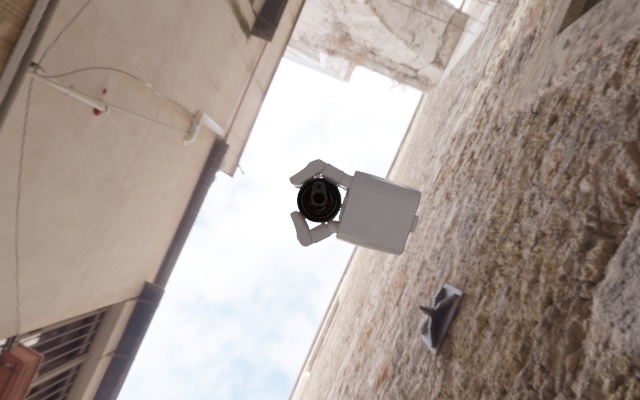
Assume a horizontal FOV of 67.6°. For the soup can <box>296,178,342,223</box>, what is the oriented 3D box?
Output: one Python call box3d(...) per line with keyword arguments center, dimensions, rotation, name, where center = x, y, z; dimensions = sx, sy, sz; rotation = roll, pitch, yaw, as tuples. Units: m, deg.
box3d(center=(0.000, 0.002, 0.754), dimensions=(0.068, 0.068, 0.102), rotation=(0, -3, 2), name="soup can")
